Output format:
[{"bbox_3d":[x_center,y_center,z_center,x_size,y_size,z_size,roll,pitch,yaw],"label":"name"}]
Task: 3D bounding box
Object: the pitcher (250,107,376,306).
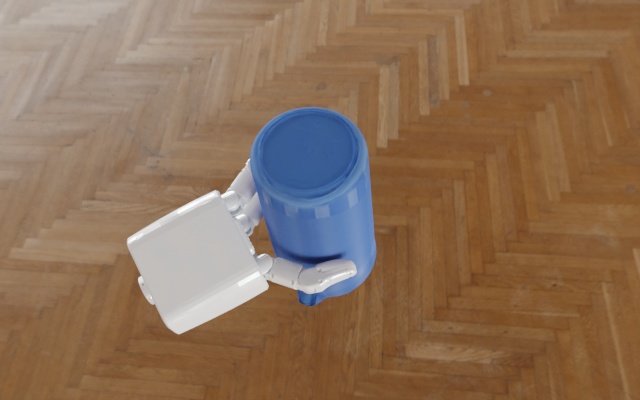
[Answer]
[{"bbox_3d":[0.000,0.002,0.534,0.145,0.149,0.243,-26,-27,-9],"label":"pitcher"}]
